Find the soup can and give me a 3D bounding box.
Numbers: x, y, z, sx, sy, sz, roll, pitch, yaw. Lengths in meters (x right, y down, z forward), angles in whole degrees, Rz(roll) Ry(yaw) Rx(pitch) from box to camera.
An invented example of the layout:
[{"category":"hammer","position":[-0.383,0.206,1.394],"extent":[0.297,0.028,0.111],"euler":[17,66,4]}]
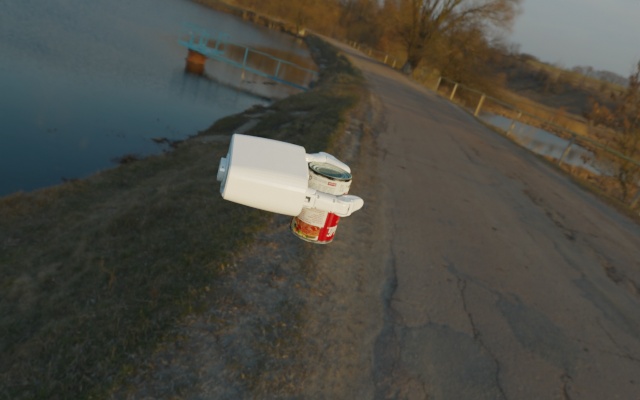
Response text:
[{"category":"soup can","position":[0.001,0.002,0.699],"extent":[0.068,0.102,0.068],"euler":[15,19,-5]}]
